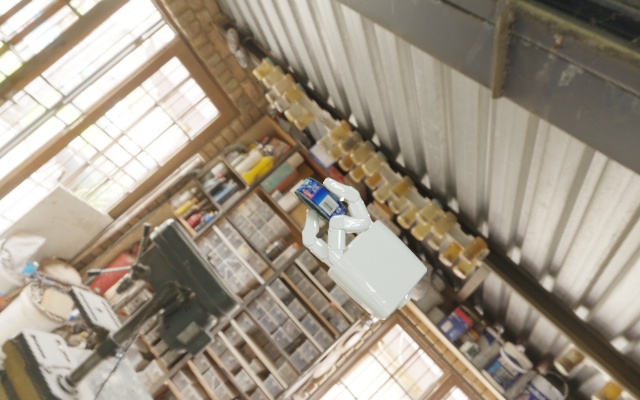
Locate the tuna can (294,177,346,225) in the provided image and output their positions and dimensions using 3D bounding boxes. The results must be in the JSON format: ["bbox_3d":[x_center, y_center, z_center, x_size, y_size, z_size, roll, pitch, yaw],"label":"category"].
[{"bbox_3d":[0.000,0.002,0.763,0.086,0.034,0.086,41,-8,7],"label":"tuna can"}]
